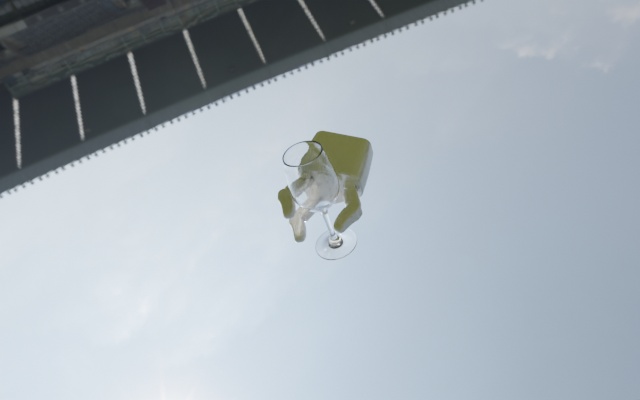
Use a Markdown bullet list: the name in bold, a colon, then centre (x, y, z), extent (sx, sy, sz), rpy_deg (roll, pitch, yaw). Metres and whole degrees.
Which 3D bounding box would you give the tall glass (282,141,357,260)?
- **tall glass**: centre (0.000, 0.003, 0.760), extent (0.079, 0.201, 0.079), rpy_deg (-12, 41, 10)
